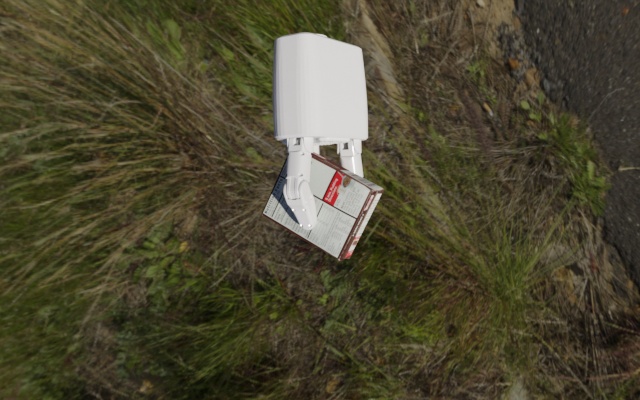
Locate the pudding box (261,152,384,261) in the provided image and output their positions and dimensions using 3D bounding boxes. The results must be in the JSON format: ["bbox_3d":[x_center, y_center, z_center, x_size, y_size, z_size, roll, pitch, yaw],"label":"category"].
[{"bbox_3d":[0.000,0.002,0.538,0.113,0.090,0.039,30,13,22],"label":"pudding box"}]
